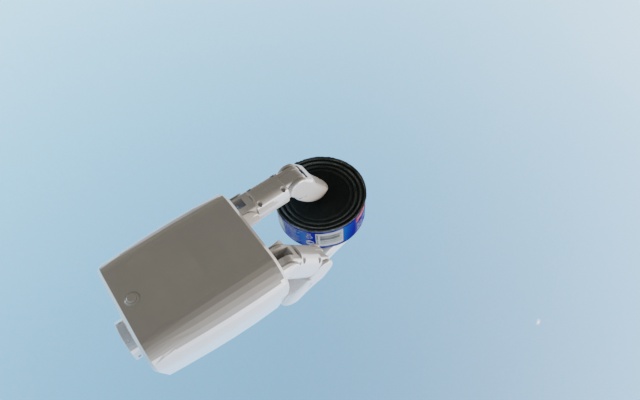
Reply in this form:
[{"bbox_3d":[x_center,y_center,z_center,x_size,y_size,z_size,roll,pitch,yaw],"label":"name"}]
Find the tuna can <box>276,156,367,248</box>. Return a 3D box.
[{"bbox_3d":[0.000,0.002,0.451,0.086,0.086,0.034,0,-35,4],"label":"tuna can"}]
